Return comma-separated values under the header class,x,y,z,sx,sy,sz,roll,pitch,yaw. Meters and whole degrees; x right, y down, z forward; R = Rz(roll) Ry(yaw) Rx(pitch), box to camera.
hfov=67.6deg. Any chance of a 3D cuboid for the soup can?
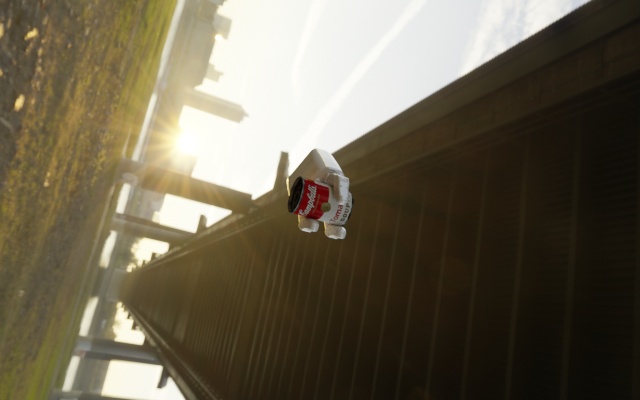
class,x,y,z,sx,sy,sz,roll,pitch,yaw
soup can,0.001,0.003,0.864,0.102,0.068,0.068,16,-6,-21
